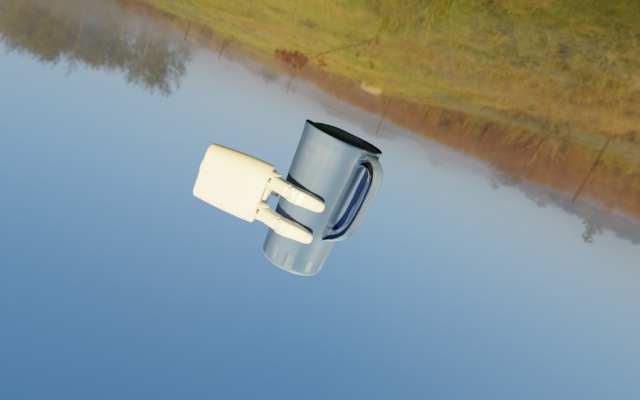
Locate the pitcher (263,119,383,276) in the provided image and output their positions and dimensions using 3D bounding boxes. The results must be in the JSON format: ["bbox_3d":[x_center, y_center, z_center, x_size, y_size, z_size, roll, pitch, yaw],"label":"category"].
[{"bbox_3d":[0.000,0.002,0.784,0.145,0.243,0.149,23,15,0],"label":"pitcher"}]
